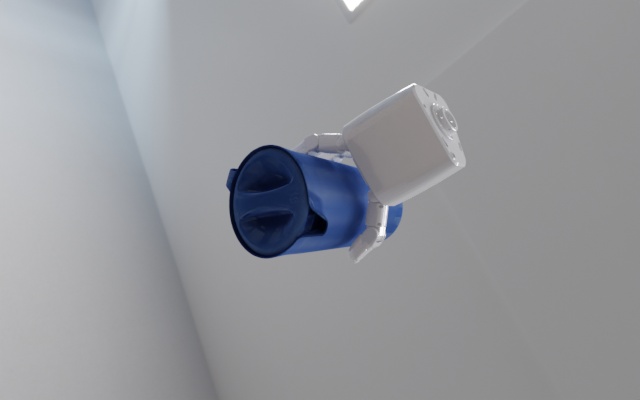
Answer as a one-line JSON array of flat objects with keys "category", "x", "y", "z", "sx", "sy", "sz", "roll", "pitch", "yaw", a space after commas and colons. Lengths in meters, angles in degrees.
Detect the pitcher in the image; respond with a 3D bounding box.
[{"category": "pitcher", "x": 0.000, "y": 0.002, "z": 0.652, "sx": 0.145, "sy": 0.149, "sz": 0.243, "roll": -32, "pitch": -22, "yaw": 33}]
